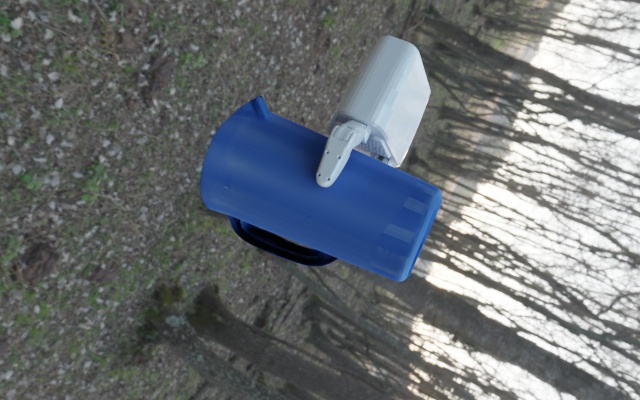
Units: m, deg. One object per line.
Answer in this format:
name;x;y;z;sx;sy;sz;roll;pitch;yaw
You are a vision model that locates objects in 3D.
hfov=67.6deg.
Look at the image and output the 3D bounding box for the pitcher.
pitcher;0.000;0.002;0.534;0.243;0.145;0.149;23;-12;14
